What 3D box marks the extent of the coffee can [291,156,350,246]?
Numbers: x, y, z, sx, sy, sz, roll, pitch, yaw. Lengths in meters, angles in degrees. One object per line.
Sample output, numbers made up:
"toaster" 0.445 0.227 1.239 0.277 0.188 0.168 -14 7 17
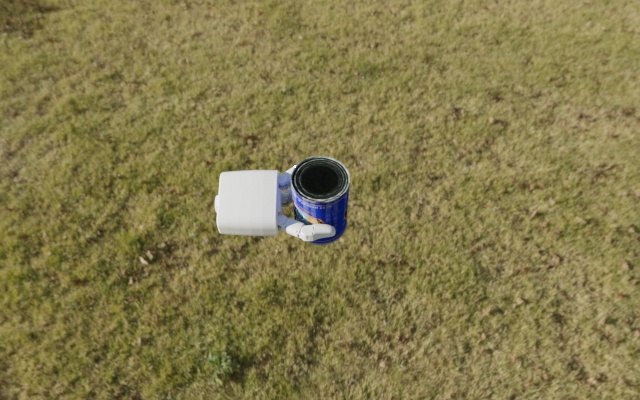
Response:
"coffee can" 0.000 0.003 0.869 0.103 0.102 0.140 0 -36 0
